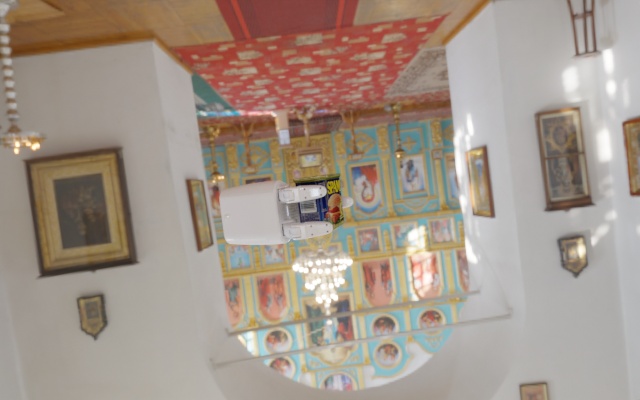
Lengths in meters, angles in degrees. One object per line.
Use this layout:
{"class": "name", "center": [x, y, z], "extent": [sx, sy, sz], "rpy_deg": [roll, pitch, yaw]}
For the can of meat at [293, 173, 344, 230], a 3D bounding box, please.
{"class": "can of meat", "center": [0.000, 0.003, 0.756], "extent": [0.057, 0.084, 0.102], "rpy_deg": [-5, 4, 19]}
